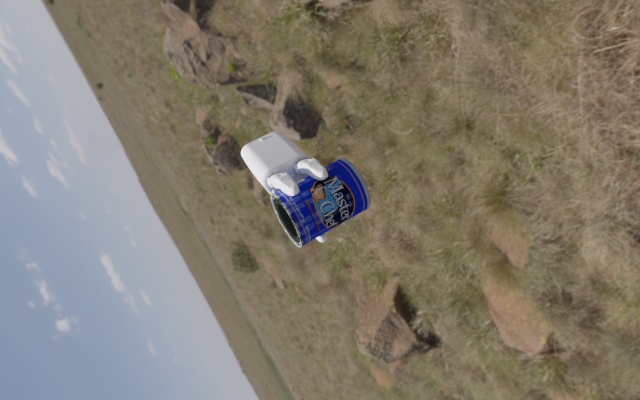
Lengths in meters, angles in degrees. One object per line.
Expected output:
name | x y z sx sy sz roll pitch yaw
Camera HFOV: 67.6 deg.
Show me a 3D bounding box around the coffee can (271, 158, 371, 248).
coffee can | 0.000 0.003 0.821 0.140 0.103 0.103 -29 8 -16
